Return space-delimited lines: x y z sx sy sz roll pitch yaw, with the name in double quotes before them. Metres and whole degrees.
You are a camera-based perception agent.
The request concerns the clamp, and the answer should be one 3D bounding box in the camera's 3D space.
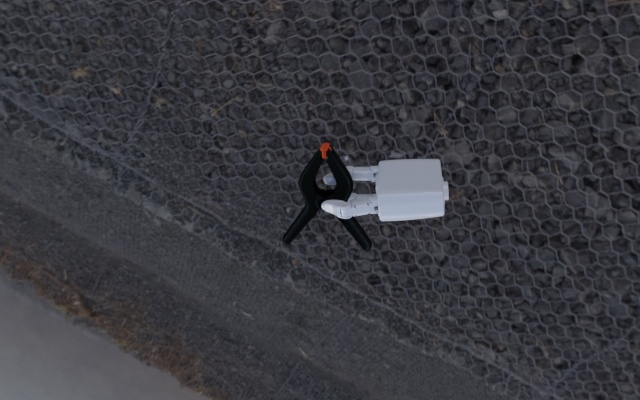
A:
"clamp" 0.000 0.003 0.842 0.164 0.210 0.036 -4 26 10
